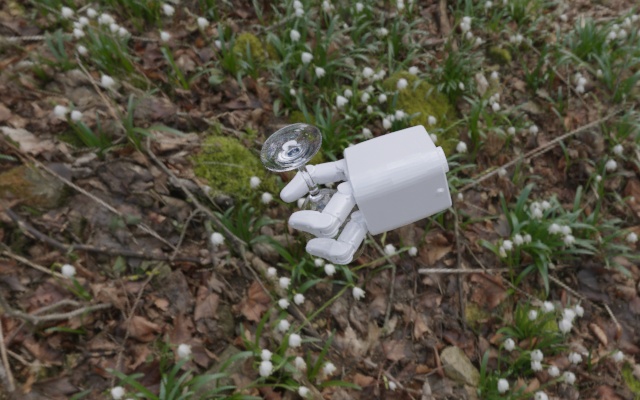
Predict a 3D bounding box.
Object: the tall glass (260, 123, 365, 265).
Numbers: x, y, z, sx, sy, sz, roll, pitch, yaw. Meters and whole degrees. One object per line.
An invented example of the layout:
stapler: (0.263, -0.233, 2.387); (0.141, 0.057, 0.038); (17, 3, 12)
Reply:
tall glass: (0.000, 0.002, 0.599); (0.079, 0.079, 0.201); (0, -39, 25)
